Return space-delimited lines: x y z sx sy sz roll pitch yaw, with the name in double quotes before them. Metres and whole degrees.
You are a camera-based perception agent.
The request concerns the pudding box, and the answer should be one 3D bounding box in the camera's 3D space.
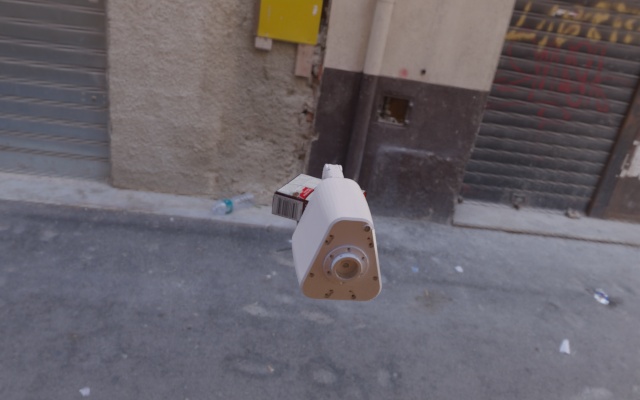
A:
"pudding box" 0.000 0.002 0.686 0.113 0.039 0.090 17 25 17
